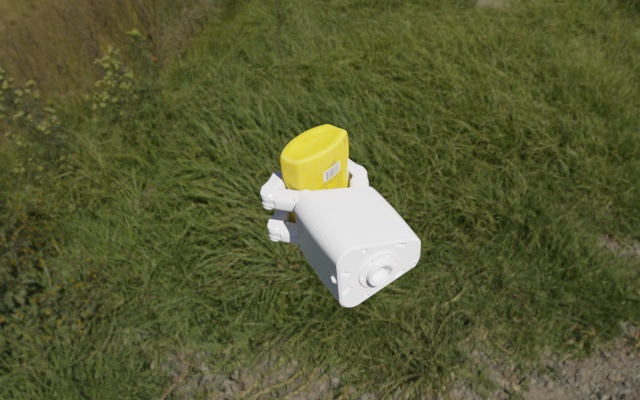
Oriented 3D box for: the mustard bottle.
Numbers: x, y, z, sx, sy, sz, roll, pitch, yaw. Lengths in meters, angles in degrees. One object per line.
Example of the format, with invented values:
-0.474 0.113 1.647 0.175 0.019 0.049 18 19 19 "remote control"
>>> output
0.000 0.002 0.639 0.058 0.192 0.096 24 47 32 "mustard bottle"
